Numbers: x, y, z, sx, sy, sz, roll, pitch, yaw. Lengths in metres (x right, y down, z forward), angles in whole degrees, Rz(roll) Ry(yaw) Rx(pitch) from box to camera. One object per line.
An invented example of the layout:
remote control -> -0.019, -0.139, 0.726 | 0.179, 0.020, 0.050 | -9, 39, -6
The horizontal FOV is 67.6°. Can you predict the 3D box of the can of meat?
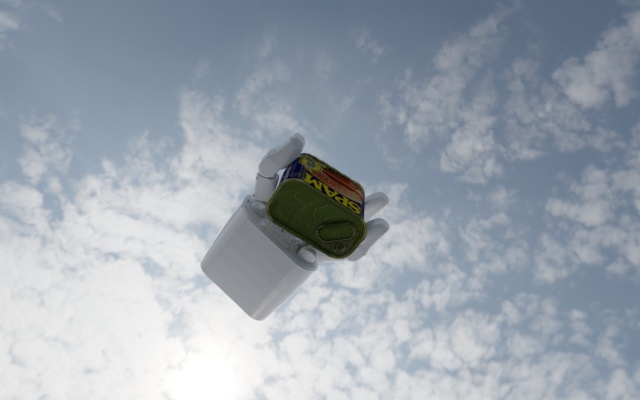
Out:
can of meat -> 0.000, 0.001, 0.512 | 0.102, 0.057, 0.084 | 32, 26, -10
